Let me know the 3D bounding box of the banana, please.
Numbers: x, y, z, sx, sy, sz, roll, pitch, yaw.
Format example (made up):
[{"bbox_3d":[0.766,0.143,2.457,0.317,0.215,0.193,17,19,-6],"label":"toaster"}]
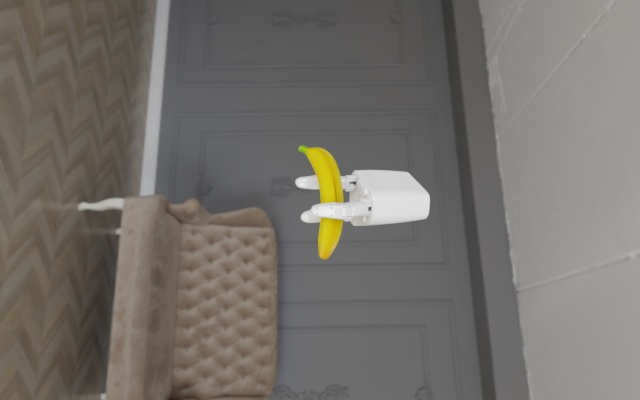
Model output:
[{"bbox_3d":[0.010,-0.005,0.786,0.037,0.197,0.069,-3,-11,-34],"label":"banana"}]
